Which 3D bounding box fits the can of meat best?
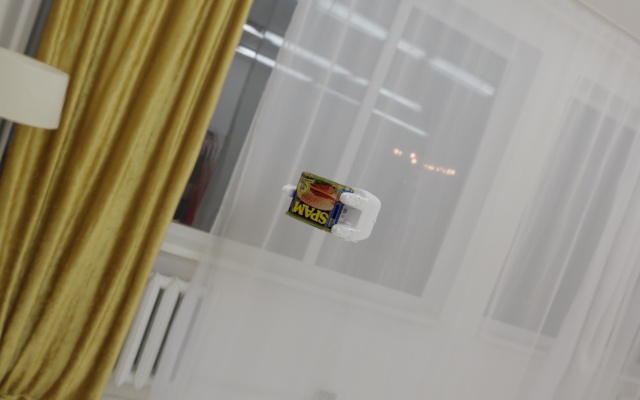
[{"bbox_3d":[0.000,0.002,0.831,0.102,0.084,0.057,22,3,26],"label":"can of meat"}]
